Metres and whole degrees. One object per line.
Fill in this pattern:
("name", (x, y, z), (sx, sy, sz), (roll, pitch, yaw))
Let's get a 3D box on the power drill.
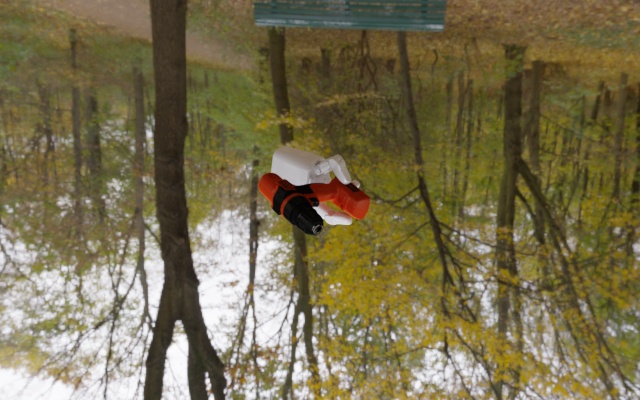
("power drill", (0.000, 0.003, 0.889), (0.187, 0.057, 0.184), (0, 30, -39))
